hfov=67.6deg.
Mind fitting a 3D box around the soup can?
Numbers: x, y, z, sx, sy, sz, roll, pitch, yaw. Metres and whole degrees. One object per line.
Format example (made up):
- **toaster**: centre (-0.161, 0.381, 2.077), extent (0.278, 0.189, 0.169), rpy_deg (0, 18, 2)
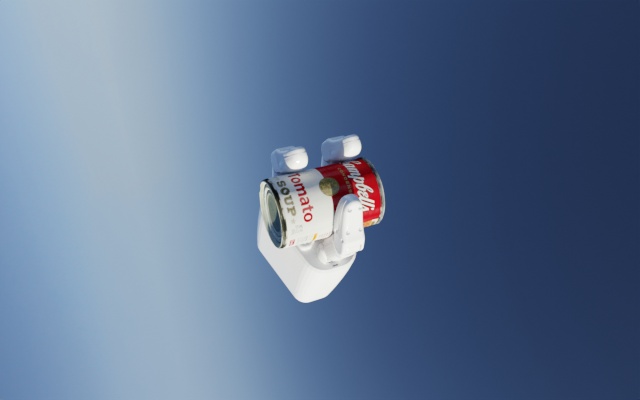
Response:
- **soup can**: centre (0.000, 0.001, 0.454), extent (0.102, 0.068, 0.068), rpy_deg (-14, 5, -20)
